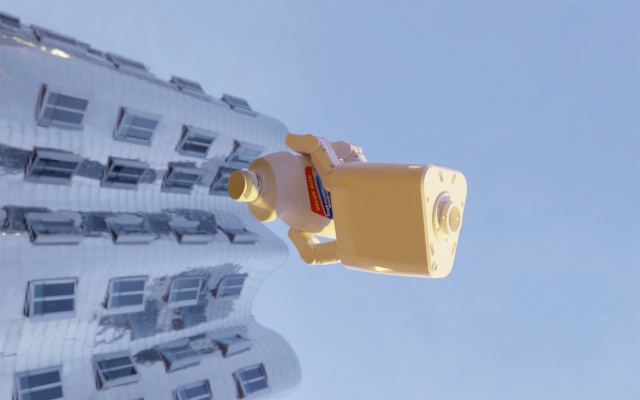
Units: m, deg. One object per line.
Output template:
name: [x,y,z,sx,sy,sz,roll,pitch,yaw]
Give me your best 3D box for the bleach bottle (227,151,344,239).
bleach bottle: [0.000,0.002,0.559,0.068,0.102,0.251,0,-4,41]
